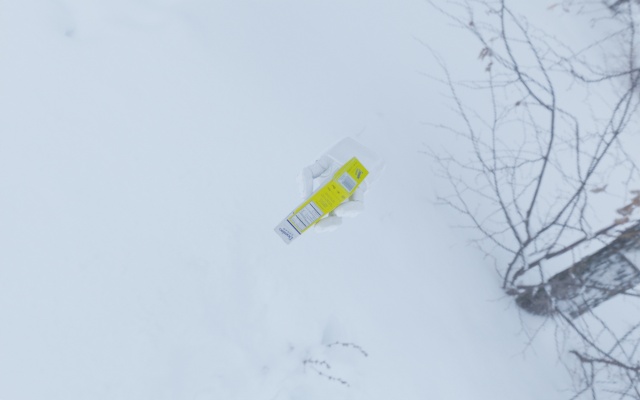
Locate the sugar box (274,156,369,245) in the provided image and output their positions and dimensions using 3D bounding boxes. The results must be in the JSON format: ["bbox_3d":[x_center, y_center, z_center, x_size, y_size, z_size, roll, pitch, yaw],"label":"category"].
[{"bbox_3d":[0.001,0.003,0.835,0.176,0.048,0.093,-43,2,39],"label":"sugar box"}]
